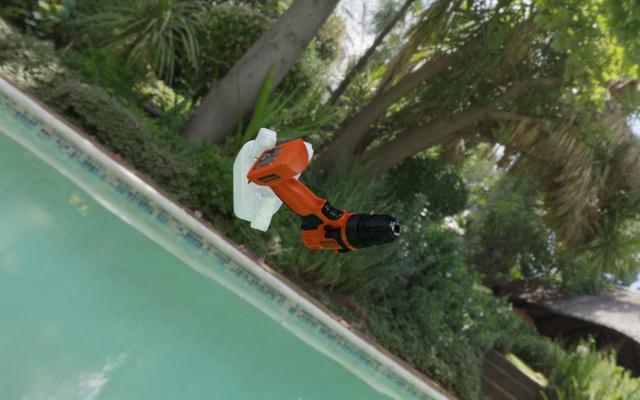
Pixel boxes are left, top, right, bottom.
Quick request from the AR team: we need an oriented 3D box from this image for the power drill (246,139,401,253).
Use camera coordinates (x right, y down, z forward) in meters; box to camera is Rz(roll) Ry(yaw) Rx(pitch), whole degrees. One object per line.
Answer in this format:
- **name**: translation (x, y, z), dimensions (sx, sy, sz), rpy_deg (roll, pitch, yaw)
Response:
- **power drill**: translation (0.000, 0.002, 0.668), dimensions (0.184, 0.057, 0.188), rpy_deg (-11, -51, 47)
